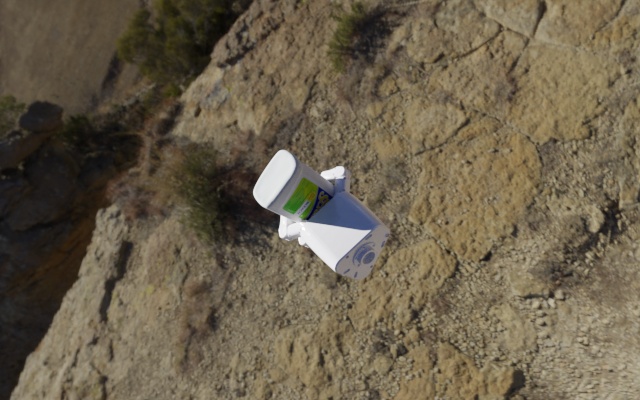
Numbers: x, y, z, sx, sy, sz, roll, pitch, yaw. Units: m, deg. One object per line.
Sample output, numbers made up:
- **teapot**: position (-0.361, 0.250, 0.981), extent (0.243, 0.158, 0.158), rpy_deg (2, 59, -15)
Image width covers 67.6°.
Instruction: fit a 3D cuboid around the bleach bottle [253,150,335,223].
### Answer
- **bleach bottle**: position (0.000, 0.003, 0.866), extent (0.251, 0.102, 0.068), rpy_deg (26, 13, -46)
